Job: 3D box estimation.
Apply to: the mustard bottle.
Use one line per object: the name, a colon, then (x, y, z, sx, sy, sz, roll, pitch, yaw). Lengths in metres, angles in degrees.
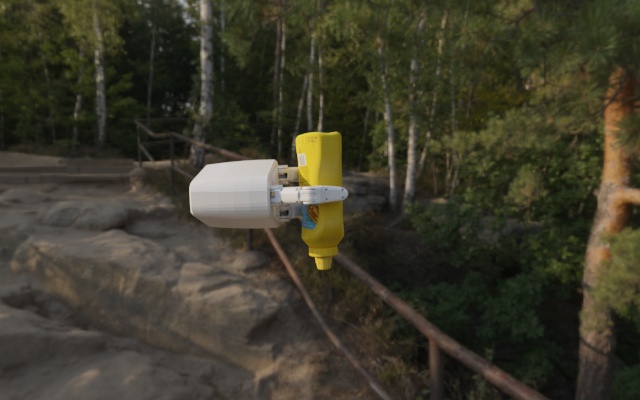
mustard bottle: (0.000, 0.002, 0.675, 0.058, 0.191, 0.096, -4, 4, -21)
